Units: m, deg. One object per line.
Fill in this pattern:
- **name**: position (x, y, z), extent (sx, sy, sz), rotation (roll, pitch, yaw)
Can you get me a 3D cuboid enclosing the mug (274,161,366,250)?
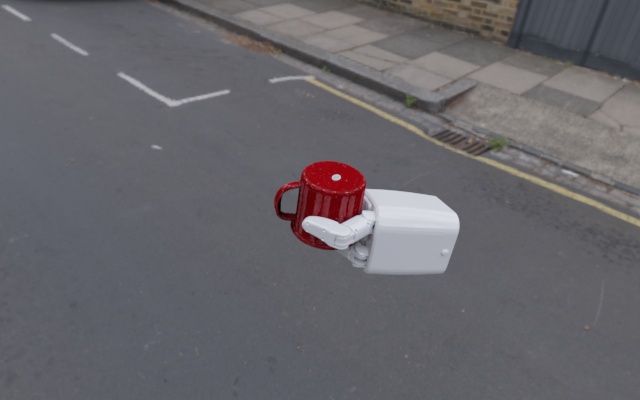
- **mug**: position (-0.001, 0.002, 0.603), extent (0.117, 0.081, 0.093), rotation (4, 33, -8)
